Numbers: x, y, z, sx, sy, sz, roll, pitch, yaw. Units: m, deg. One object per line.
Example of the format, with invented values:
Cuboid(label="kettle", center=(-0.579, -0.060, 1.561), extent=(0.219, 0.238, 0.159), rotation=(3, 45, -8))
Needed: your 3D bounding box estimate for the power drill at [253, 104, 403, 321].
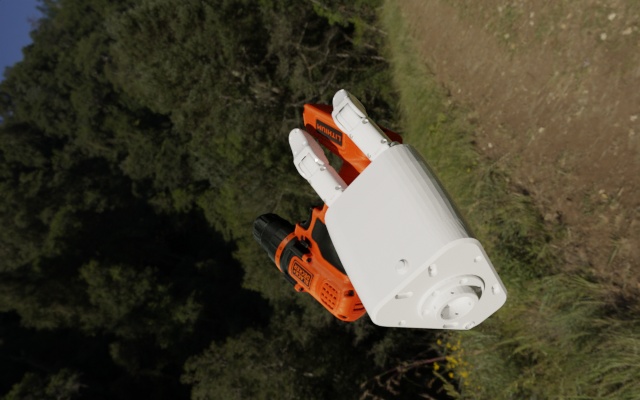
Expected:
Cuboid(label="power drill", center=(0.000, 0.001, 0.489), extent=(0.057, 0.188, 0.184), rotation=(-6, 28, -41))
